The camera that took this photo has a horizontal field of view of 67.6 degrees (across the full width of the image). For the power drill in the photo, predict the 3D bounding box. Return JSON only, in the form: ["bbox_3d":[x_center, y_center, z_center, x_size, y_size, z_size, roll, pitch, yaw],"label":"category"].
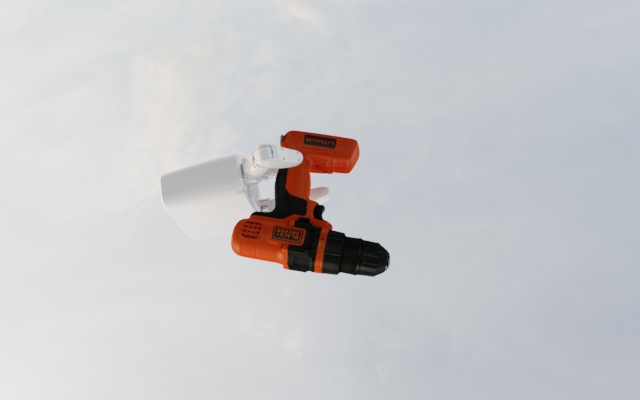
[{"bbox_3d":[0.000,0.002,0.589,0.184,0.187,0.057,10,-37,4],"label":"power drill"}]
